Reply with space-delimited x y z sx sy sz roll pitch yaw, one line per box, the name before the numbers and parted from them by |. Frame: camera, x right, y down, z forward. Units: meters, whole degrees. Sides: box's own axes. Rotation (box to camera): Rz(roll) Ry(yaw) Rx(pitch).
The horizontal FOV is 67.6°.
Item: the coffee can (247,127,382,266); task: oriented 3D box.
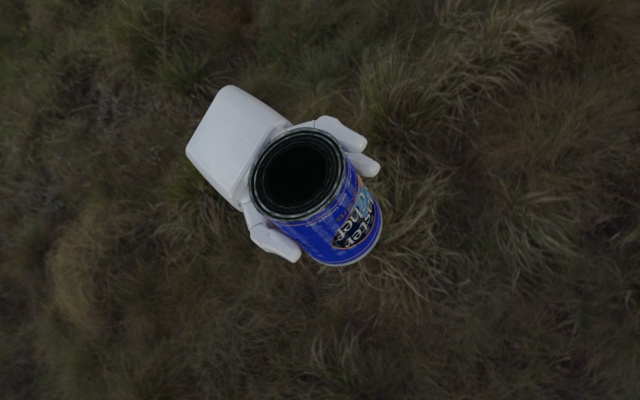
coffee can | 0.000 0.002 0.514 0.103 0.102 0.140 0 -24 22
